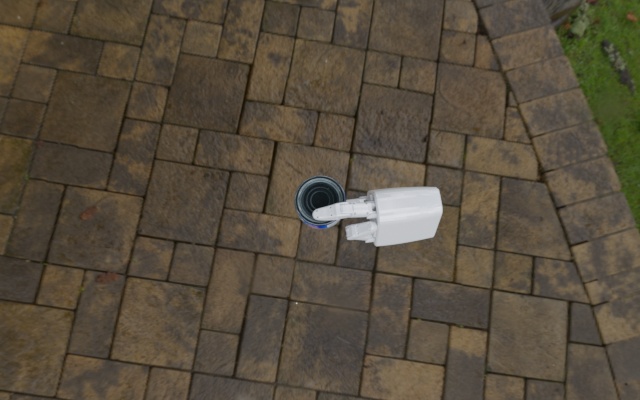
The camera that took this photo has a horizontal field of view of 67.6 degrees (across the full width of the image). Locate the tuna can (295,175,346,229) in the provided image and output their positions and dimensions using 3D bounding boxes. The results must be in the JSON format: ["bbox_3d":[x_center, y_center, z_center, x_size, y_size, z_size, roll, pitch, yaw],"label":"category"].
[{"bbox_3d":[0.000,0.002,0.788,0.086,0.086,0.034,0,-11,3],"label":"tuna can"}]
